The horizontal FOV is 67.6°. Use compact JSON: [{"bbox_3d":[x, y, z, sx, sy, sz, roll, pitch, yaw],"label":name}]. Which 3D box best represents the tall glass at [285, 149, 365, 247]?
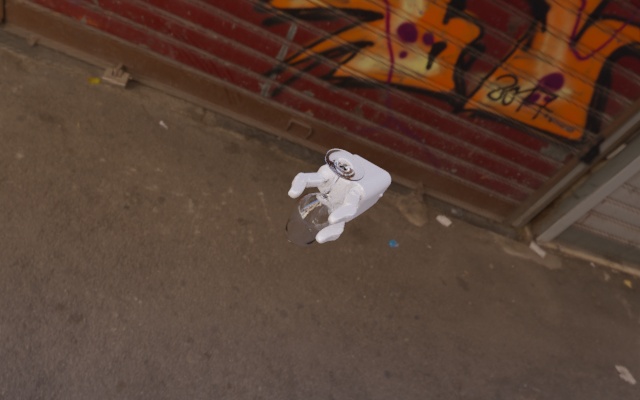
[{"bbox_3d":[0.000,0.002,0.868,0.079,0.079,0.201,0,-40,-34],"label":"tall glass"}]
